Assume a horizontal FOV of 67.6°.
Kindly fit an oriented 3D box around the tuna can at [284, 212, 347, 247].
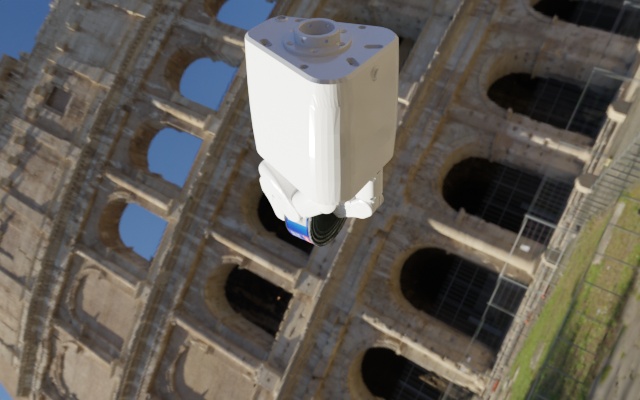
[{"bbox_3d":[0.000,0.001,0.490,0.033,0.086,0.086,21,10,26],"label":"tuna can"}]
